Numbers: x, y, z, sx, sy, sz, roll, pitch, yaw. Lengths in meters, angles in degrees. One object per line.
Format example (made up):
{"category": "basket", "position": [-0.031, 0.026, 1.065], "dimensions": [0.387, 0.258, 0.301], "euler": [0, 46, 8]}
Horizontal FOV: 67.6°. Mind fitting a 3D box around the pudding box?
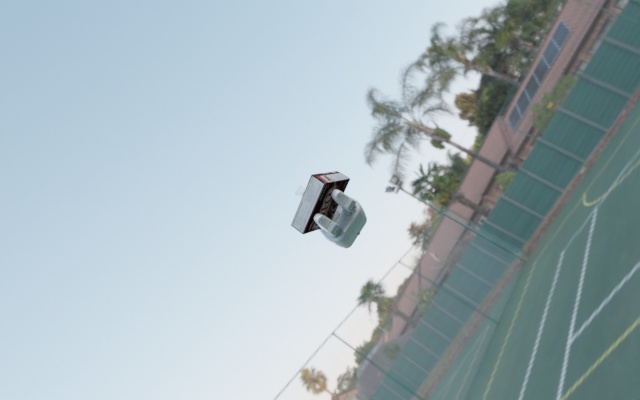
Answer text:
{"category": "pudding box", "position": [0.000, 0.003, 0.895], "dimensions": [0.039, 0.113, 0.090], "euler": [31, 23, 25]}
